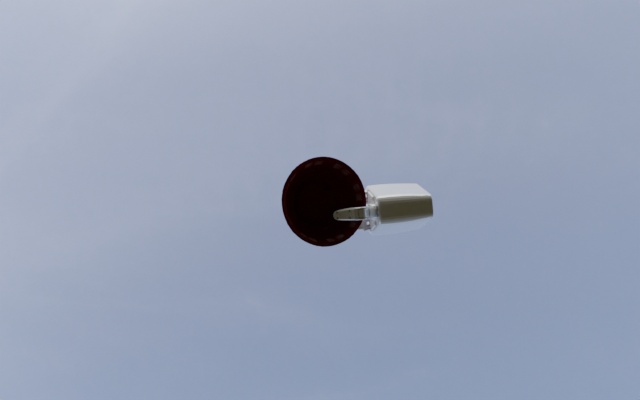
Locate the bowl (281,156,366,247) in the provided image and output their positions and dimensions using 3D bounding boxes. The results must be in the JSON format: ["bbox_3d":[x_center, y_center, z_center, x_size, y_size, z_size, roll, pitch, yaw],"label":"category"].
[{"bbox_3d":[-0.001,0.003,0.876,0.162,0.162,0.055,0,-2,-20],"label":"bowl"}]
